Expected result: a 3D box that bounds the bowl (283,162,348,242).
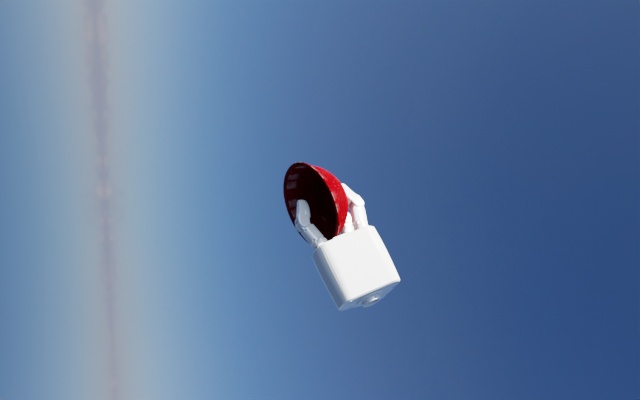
[{"bbox_3d":[0.000,0.001,0.858,0.055,0.162,0.162,-22,12,-33],"label":"bowl"}]
